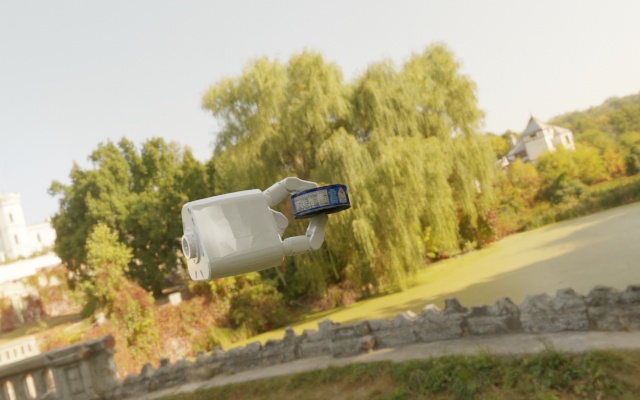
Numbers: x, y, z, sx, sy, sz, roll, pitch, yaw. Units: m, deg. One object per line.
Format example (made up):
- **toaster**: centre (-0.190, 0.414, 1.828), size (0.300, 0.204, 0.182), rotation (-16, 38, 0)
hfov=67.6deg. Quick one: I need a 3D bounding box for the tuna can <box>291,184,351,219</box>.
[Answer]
- **tuna can**: centre (0.000, 0.002, 0.702), size (0.086, 0.033, 0.086), rotation (-12, -7, -2)
